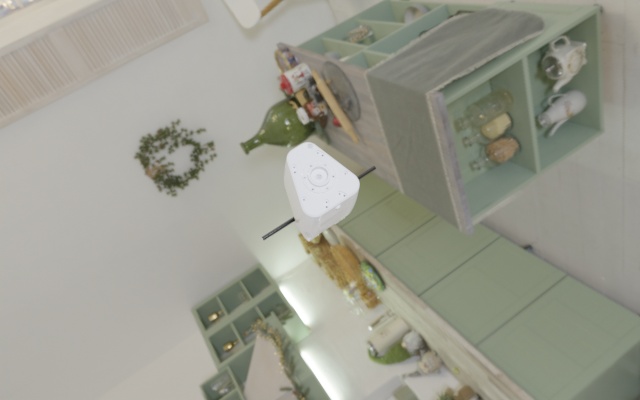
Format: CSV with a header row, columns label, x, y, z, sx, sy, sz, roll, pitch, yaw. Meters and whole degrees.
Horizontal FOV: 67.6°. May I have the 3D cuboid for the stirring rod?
label,x,y,z,sx,sy,sz,roll,pitch,yaw
stirring rod,0.000,0.003,0.845,0.239,0.011,0.011,-32,8,-13
